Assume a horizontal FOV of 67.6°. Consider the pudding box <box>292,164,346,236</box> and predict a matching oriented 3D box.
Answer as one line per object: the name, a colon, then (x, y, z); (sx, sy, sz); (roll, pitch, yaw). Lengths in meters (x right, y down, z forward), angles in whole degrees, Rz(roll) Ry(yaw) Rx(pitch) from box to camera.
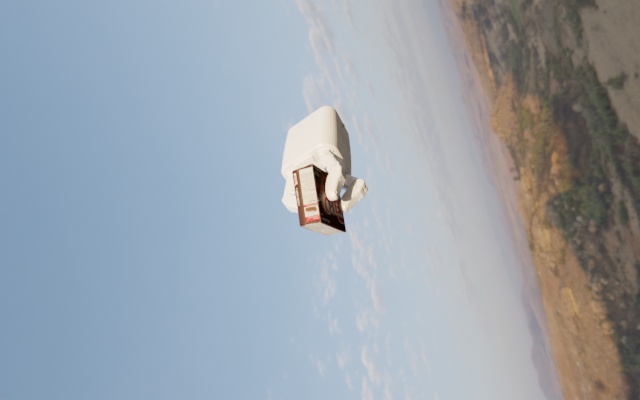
pudding box: (0.000, 0.002, 0.734); (0.039, 0.090, 0.113); (-15, -16, 21)
